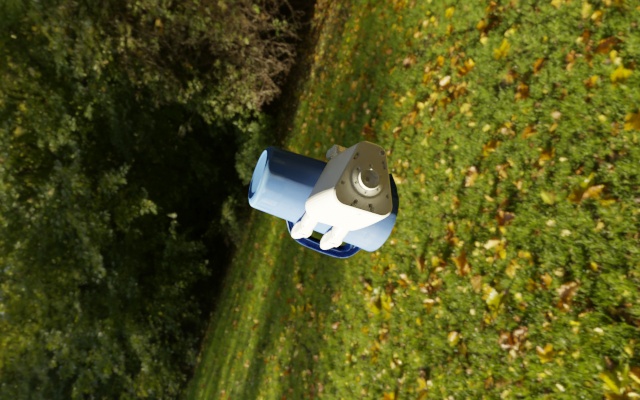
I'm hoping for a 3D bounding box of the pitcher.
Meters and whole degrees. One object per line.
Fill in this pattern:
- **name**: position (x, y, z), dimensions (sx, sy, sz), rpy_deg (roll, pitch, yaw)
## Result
- **pitcher**: position (0.000, 0.003, 0.837), dimensions (0.243, 0.149, 0.145), rpy_deg (18, -17, -17)
